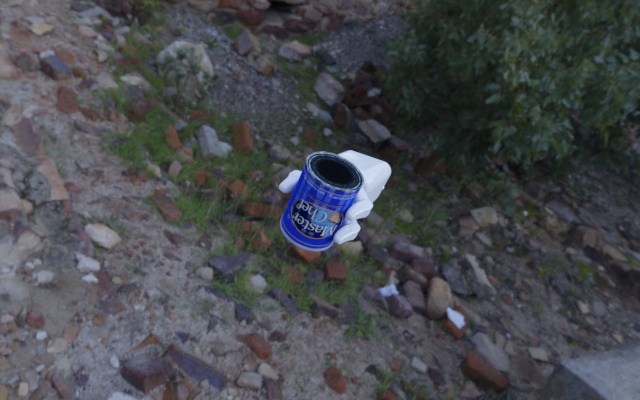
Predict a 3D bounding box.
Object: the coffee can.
[{"bbox_3d":[0.000,0.003,0.817,0.103,0.140,0.102,16,36,-12],"label":"coffee can"}]
